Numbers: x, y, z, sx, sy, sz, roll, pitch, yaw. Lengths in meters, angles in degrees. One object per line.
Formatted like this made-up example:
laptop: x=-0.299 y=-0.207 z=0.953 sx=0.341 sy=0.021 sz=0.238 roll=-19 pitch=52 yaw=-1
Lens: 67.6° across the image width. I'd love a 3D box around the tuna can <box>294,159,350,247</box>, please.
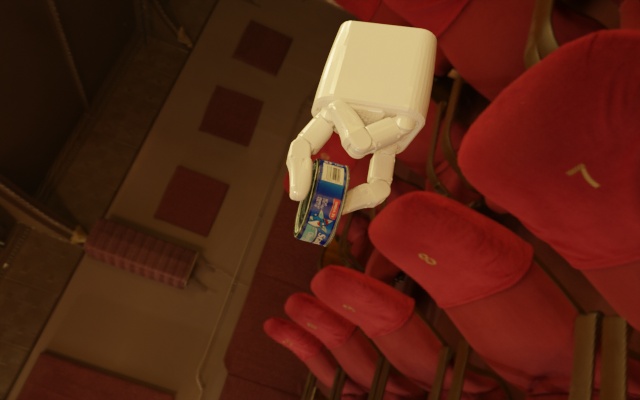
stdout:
tuna can: x=0.000 y=0.001 z=0.485 sx=0.034 sy=0.086 sz=0.086 roll=15 pitch=-2 yaw=-9
